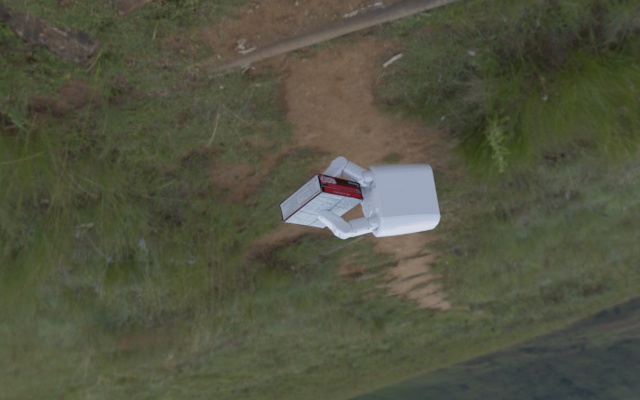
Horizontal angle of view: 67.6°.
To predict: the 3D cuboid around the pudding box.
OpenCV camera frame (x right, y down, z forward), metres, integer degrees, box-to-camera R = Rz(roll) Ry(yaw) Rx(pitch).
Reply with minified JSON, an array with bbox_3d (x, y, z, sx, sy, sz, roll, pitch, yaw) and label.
[{"bbox_3d":[0.000,0.003,0.783,0.090,0.039,0.113,12,-36,-38],"label":"pudding box"}]
